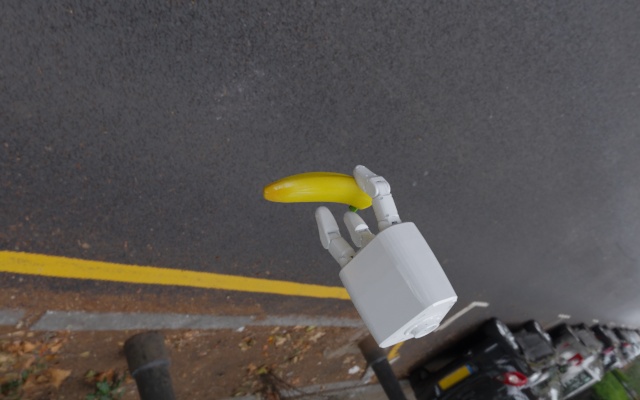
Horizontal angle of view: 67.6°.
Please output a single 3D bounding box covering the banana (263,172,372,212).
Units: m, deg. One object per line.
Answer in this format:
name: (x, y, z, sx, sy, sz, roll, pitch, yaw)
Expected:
banana: (0.015, -0.008, 0.620, 0.070, 0.037, 0.198, -40, -30, 27)
